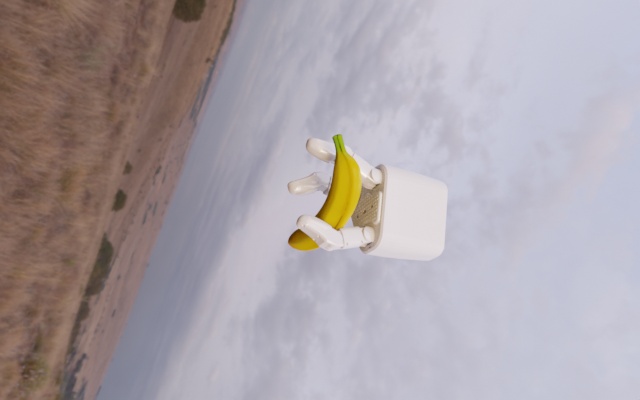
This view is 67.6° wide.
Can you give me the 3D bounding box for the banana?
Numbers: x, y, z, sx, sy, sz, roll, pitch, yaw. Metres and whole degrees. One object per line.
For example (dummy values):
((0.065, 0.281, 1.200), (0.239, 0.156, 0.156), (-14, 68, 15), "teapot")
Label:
((0.008, 0.013, 0.611), (0.037, 0.198, 0.069), (0, 45, -31), "banana")
